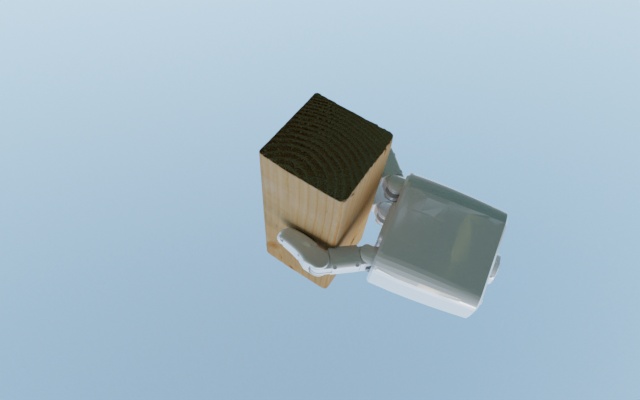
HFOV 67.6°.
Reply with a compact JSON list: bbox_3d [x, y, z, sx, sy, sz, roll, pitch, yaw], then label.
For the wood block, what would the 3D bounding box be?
[{"bbox_3d":[0.000,0.002,0.506,0.090,0.090,0.206,31,-28,14],"label":"wood block"}]
